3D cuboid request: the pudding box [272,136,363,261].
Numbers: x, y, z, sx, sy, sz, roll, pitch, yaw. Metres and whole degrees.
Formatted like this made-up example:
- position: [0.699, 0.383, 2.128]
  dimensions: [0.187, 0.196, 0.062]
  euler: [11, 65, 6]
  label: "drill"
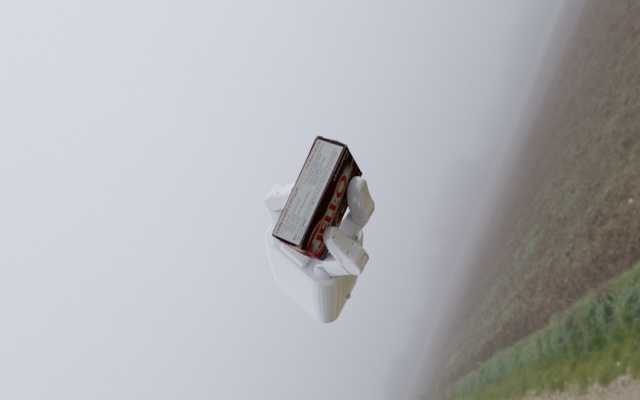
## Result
- position: [0.000, 0.002, 0.498]
  dimensions: [0.039, 0.113, 0.090]
  euler: [19, -9, 18]
  label: "pudding box"
